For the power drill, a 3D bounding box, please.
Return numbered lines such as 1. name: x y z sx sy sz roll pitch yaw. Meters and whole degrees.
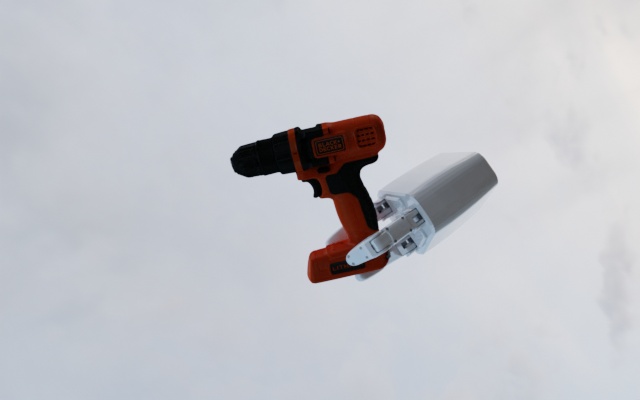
1. power drill: 0.000 0.002 0.575 0.184 0.188 0.057 -12 15 5
